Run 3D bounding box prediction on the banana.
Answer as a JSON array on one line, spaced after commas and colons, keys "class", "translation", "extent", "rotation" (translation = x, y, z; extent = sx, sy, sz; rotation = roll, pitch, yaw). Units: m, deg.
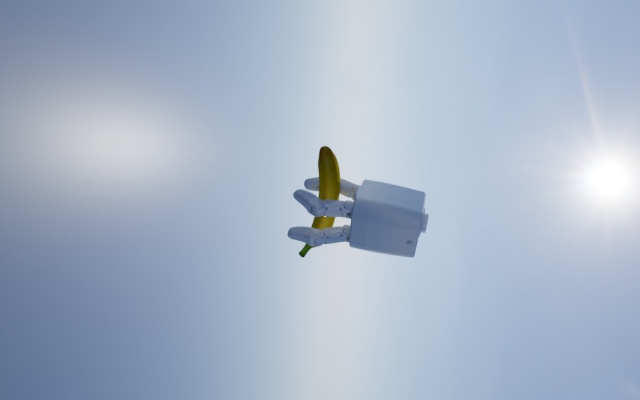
[{"class": "banana", "translation": [0.007, 0.000, 0.792], "extent": [0.037, 0.198, 0.069], "rotation": [18, 23, 19]}]
